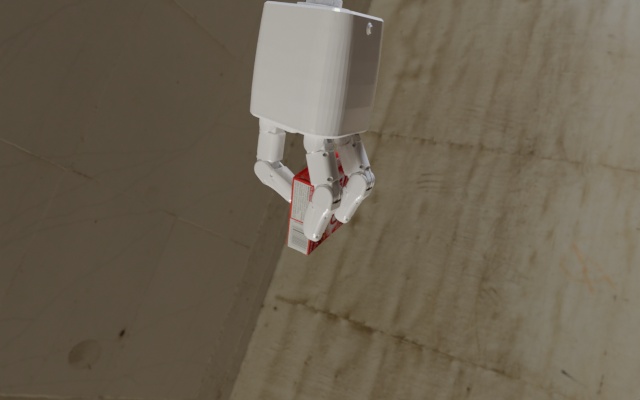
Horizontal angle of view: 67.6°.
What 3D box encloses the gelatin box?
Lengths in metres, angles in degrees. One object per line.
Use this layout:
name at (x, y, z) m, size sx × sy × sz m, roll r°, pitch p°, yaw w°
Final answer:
gelatin box at (0.000, 0.002, 0.497) m, size 0.030 × 0.089 × 0.073 m, roll 24°, pitch 36°, yaw 23°
